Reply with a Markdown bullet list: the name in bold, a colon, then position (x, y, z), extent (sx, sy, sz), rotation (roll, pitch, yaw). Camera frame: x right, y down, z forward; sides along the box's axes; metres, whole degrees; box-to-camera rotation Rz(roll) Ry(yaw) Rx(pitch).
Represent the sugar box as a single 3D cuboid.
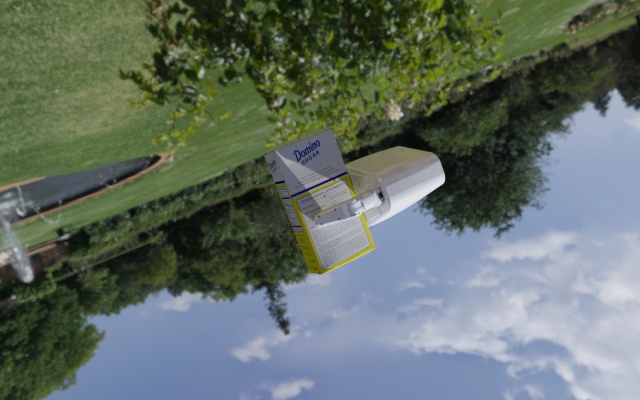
- **sugar box**: position (0.000, 0.002, 0.646), extent (0.093, 0.176, 0.048), rotation (-23, 6, -25)
